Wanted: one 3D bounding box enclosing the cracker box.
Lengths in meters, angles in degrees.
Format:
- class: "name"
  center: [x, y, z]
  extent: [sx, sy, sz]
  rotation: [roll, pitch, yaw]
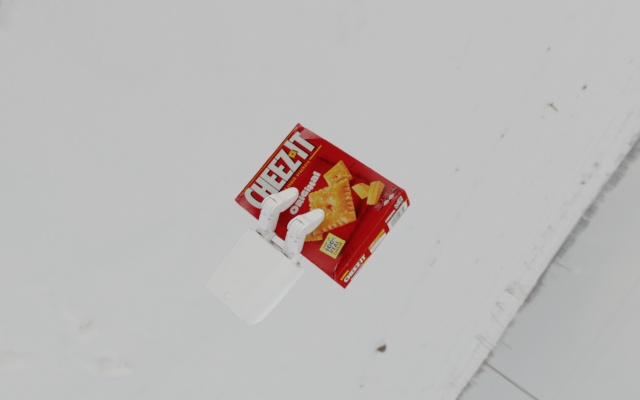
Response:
- class: "cracker box"
  center: [0.000, 0.003, 0.725]
  extent: [0.213, 0.164, 0.072]
  rotation: [36, -8, 26]
